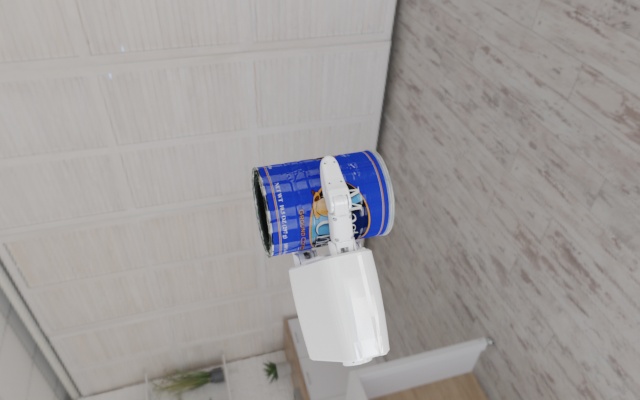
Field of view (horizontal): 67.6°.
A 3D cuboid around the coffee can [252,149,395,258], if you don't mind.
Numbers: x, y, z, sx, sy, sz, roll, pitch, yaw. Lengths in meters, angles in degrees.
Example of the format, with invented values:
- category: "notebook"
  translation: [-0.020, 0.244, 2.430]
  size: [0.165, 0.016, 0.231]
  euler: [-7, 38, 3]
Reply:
- category: "coffee can"
  translation: [0.000, 0.002, 0.546]
  size: [0.140, 0.103, 0.103]
  euler: [-10, 2, -13]
